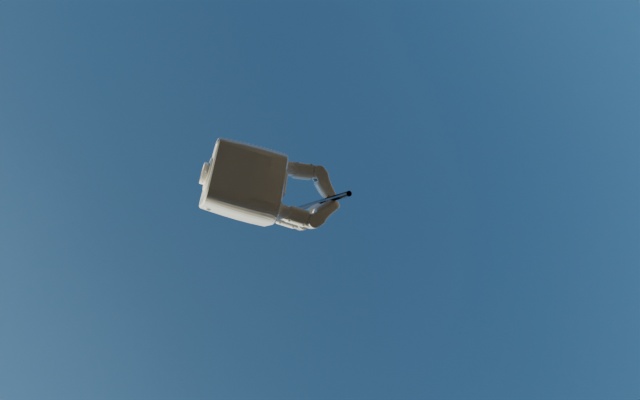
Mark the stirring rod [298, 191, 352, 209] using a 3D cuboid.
[{"bbox_3d":[0.000,0.002,0.766,0.011,0.011,0.239,0,-6,-19],"label":"stirring rod"}]
